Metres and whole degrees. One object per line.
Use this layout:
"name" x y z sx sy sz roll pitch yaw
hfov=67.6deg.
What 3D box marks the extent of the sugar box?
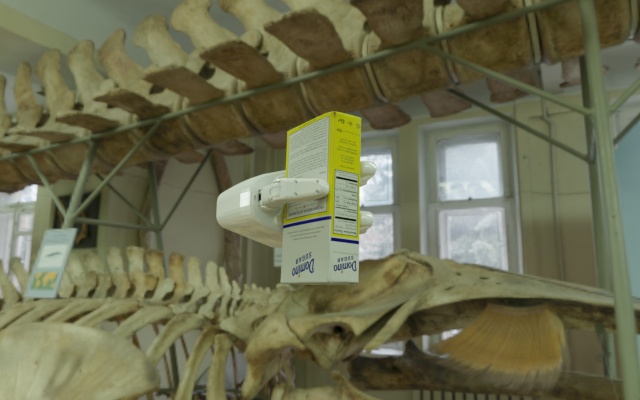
"sugar box" 0.000 0.002 0.514 0.048 0.176 0.093 7 -11 -34
